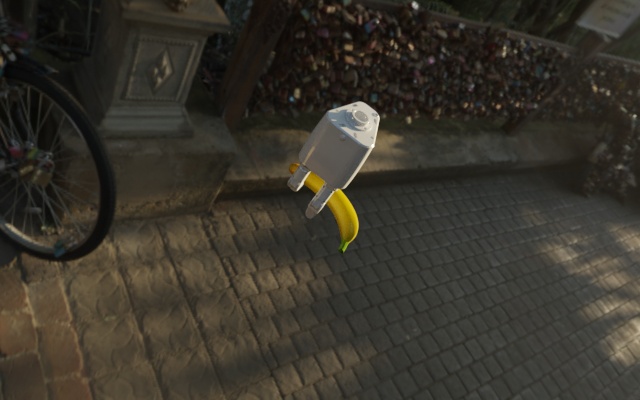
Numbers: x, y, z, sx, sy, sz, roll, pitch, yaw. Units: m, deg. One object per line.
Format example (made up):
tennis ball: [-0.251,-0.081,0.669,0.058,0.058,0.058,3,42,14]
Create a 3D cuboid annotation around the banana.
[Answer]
banana: [0.016,0.001,0.894,0.069,0.197,0.037,-19,-23,-37]
